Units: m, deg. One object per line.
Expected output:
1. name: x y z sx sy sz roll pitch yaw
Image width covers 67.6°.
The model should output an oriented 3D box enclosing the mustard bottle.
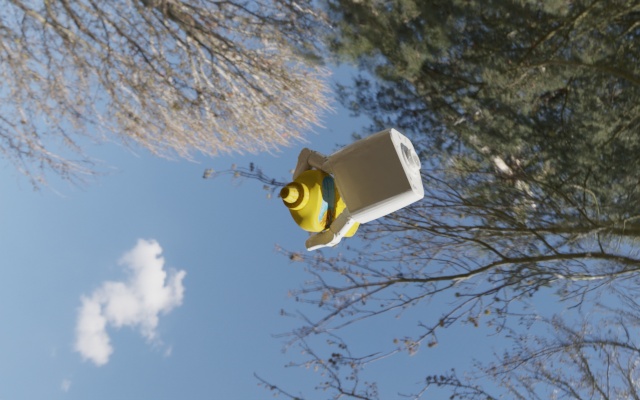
1. mustard bottle: 0.000 0.003 0.752 0.058 0.096 0.191 4 -6 32
